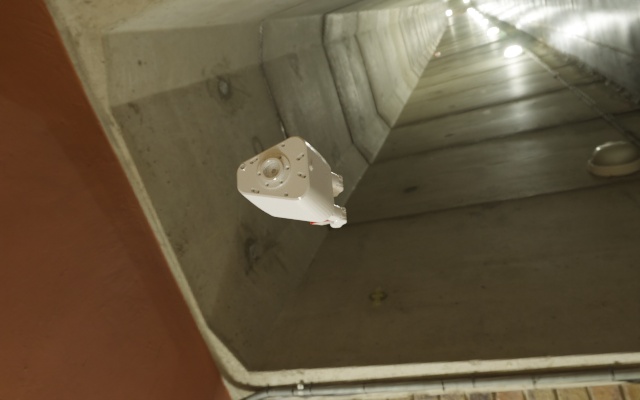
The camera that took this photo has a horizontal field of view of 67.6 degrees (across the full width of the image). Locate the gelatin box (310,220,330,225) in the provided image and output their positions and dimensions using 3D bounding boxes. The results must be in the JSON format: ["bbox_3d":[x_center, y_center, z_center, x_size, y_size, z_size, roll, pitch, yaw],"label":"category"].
[{"bbox_3d":[0.000,0.003,0.807,0.030,0.073,0.089,-10,-6,11],"label":"gelatin box"}]
